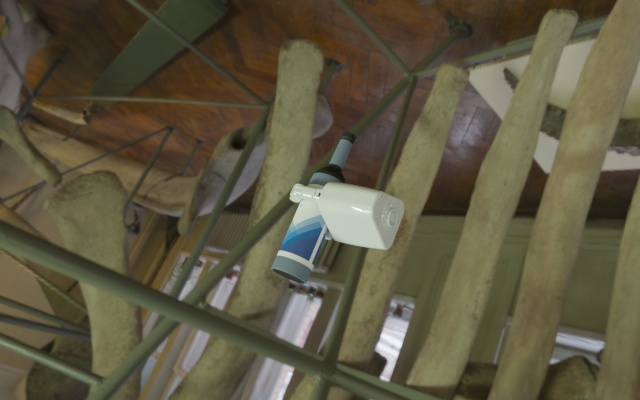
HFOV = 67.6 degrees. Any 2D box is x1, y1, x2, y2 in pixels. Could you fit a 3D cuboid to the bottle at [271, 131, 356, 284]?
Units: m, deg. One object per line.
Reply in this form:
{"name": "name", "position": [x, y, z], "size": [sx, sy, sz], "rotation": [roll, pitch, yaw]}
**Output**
{"name": "bottle", "position": [0.000, 0.003, 0.872], "size": [0.069, 0.295, 0.069], "rotation": [21, -18, 7]}
